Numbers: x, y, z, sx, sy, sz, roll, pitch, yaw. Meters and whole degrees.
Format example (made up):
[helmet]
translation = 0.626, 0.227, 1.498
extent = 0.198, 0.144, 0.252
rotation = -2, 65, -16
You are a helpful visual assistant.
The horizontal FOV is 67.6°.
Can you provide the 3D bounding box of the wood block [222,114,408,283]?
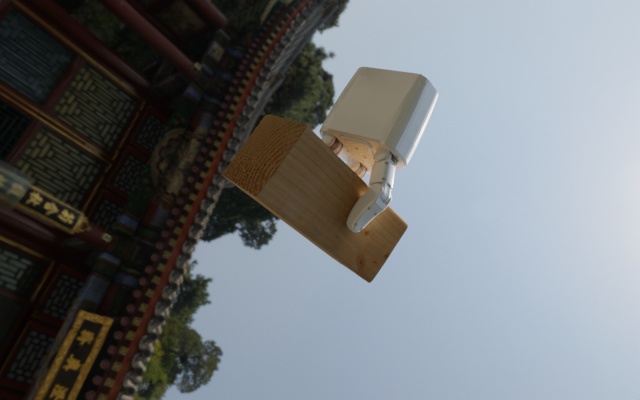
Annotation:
[wood block]
translation = 0.001, 0.002, 0.564
extent = 0.206, 0.090, 0.090
rotation = 40, -8, -37
